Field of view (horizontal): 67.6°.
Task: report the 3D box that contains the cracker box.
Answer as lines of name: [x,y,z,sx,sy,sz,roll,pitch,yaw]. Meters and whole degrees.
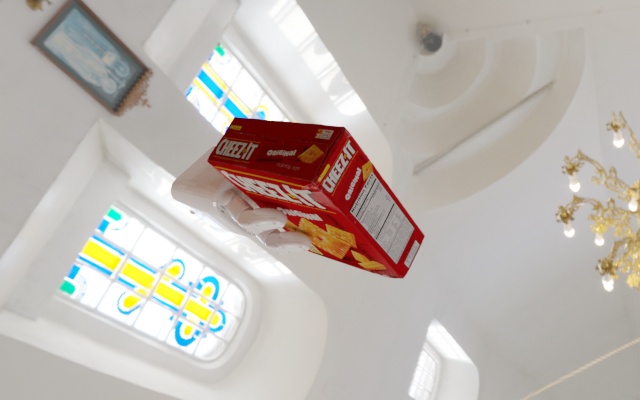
cracker box: [0.000,0.002,0.545,0.164,0.072,0.214,12,-23,41]
